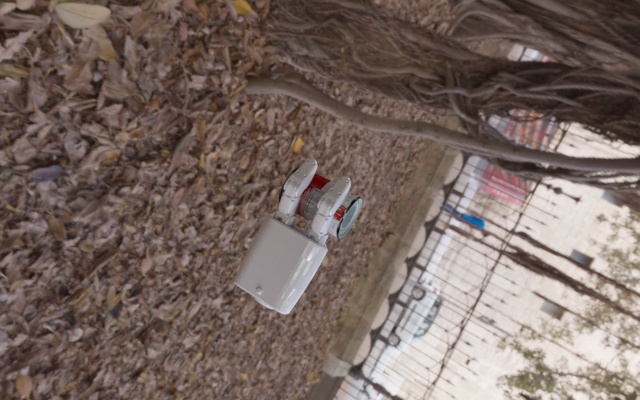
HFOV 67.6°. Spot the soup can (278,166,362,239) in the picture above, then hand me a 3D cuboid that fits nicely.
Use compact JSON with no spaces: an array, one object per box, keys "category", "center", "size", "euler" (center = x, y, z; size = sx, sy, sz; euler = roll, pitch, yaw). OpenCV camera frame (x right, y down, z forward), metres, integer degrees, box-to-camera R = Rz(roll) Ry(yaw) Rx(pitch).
[{"category":"soup can","center":[0.001,0.002,0.686],"size":[0.102,0.068,0.068],"euler":[29,9,18]}]
